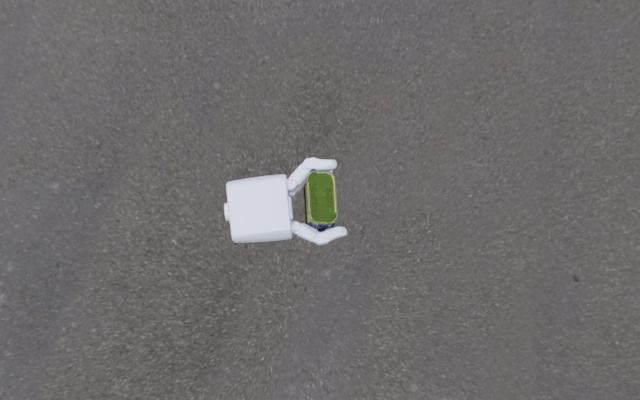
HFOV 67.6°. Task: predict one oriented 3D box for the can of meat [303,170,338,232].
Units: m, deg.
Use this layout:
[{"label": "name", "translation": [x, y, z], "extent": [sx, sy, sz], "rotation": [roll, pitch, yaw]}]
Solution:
[{"label": "can of meat", "translation": [0.000, 0.003, 0.864], "extent": [0.057, 0.102, 0.084], "rotation": [-3, -12, -4]}]
